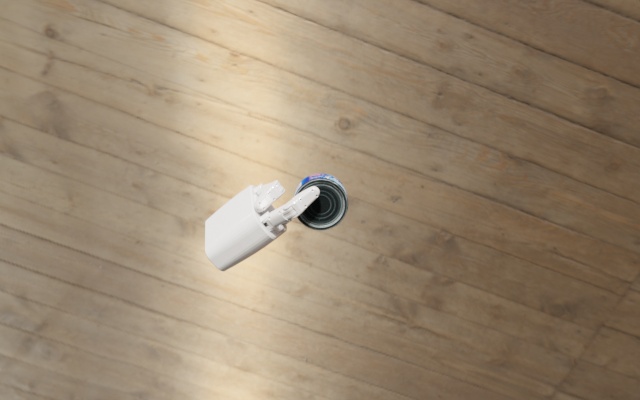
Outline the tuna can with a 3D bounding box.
[{"bbox_3d":[0.000,0.003,0.741,0.086,0.086,0.033,0,17,-1],"label":"tuna can"}]
